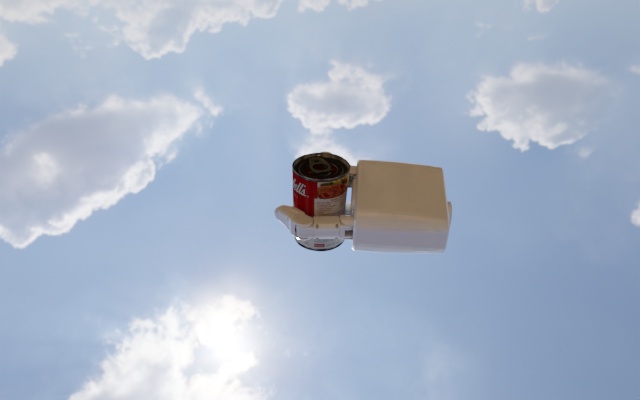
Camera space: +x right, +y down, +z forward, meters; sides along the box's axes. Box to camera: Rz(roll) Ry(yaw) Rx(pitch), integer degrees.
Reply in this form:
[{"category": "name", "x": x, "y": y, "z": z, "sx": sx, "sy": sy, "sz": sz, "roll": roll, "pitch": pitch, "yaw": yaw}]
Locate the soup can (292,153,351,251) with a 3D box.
[{"category": "soup can", "x": 0.000, "y": 0.002, "z": 0.580, "sx": 0.068, "sy": 0.102, "sz": 0.068, "roll": 1, "pitch": 32, "yaw": -1}]
